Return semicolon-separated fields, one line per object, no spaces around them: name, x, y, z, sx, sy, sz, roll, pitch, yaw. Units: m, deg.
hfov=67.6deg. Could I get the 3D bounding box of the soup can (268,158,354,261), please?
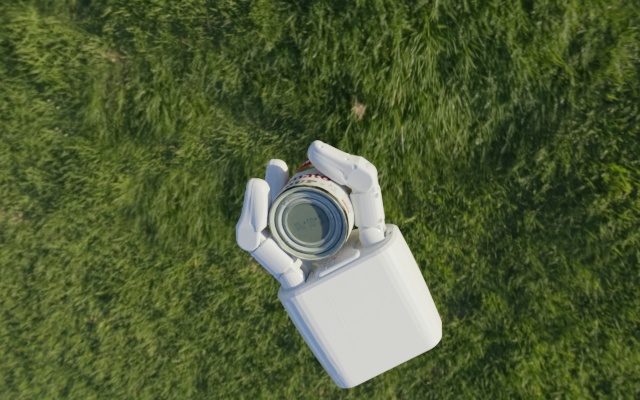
soup can;0.000;0.001;0.422;0.068;0.068;0.102;0;21;13
